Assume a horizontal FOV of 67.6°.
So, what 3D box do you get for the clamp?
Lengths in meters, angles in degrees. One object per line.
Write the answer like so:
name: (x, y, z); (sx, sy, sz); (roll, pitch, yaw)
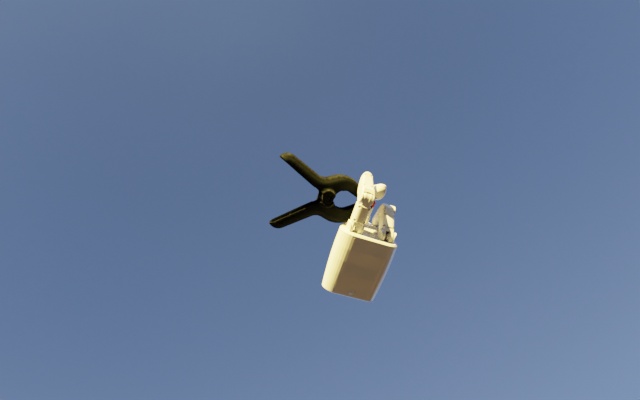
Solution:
clamp: (0.000, 0.002, 0.769); (0.171, 0.120, 0.039); (17, 13, -13)
